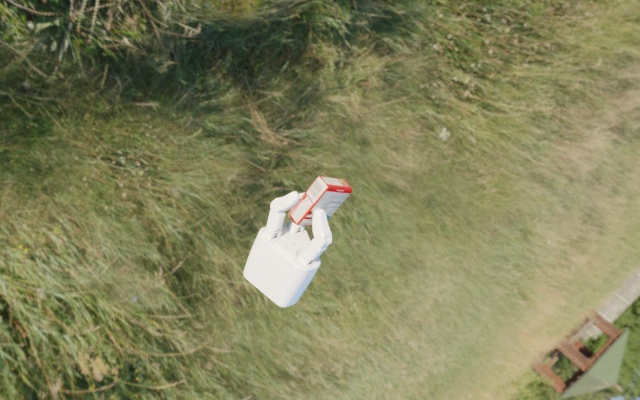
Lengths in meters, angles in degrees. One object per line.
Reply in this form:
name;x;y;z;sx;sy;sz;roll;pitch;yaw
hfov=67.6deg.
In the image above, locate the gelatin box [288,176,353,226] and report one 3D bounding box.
gelatin box;0.001;0.003;0.781;0.073;0.089;0.030;4;41;-53
